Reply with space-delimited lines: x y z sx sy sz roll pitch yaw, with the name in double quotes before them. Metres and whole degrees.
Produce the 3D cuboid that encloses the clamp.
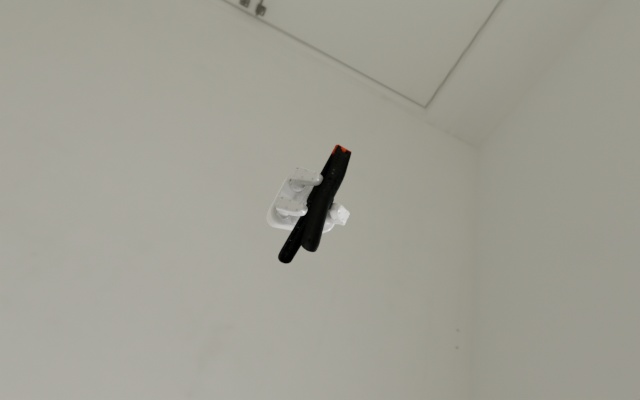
"clamp" 0.001 0.002 0.746 0.036 0.210 0.164 29 -13 -11
